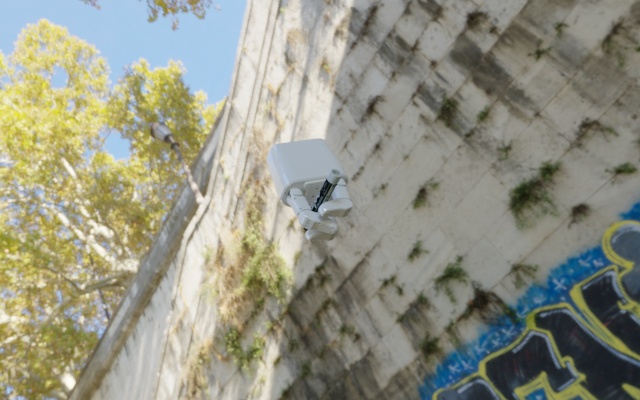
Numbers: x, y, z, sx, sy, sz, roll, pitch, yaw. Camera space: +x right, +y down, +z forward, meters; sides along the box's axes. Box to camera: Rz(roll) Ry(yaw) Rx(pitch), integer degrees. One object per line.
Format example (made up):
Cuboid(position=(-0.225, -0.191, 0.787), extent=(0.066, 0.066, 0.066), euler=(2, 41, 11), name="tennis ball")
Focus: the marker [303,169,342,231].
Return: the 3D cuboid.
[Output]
Cuboid(position=(0.000, 0.002, 0.737), extent=(0.020, 0.121, 0.020), euler=(18, 36, -14), name="marker")
